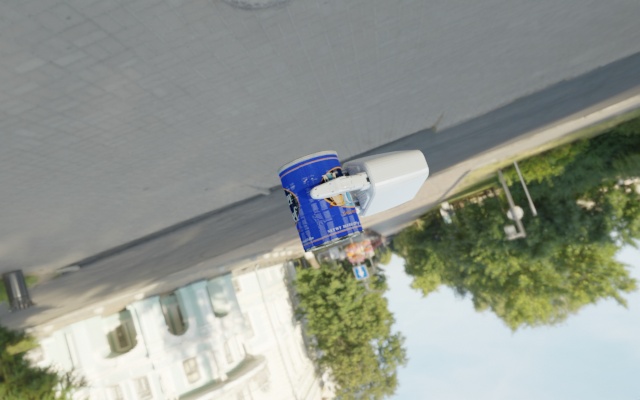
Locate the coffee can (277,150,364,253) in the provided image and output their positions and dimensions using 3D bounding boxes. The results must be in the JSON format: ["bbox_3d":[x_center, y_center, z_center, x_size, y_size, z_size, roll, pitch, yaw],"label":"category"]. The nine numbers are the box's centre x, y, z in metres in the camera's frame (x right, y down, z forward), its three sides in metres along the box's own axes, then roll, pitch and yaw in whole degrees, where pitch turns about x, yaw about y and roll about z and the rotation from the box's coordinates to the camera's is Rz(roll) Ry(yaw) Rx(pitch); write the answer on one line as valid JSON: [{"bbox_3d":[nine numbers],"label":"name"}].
[{"bbox_3d":[0.000,0.002,0.775,0.103,0.140,0.103,-19,-7,-2],"label":"coffee can"}]
